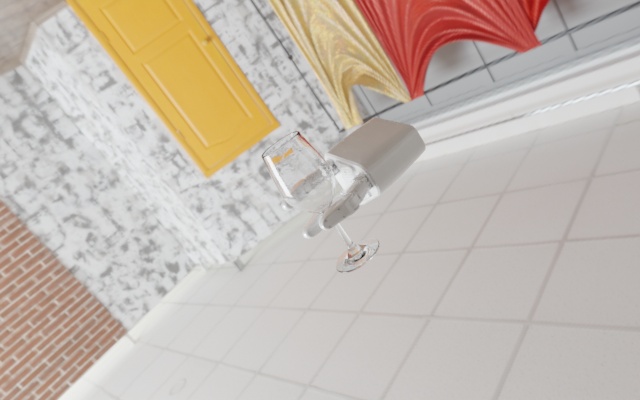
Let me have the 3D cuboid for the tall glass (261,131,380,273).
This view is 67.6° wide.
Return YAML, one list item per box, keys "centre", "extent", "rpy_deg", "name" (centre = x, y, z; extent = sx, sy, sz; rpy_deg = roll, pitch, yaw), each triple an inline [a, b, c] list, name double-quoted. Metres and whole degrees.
- centre: [0.000, 0.003, 0.667]
  extent: [0.079, 0.201, 0.079]
  rpy_deg: [-32, 17, 11]
  name: "tall glass"
